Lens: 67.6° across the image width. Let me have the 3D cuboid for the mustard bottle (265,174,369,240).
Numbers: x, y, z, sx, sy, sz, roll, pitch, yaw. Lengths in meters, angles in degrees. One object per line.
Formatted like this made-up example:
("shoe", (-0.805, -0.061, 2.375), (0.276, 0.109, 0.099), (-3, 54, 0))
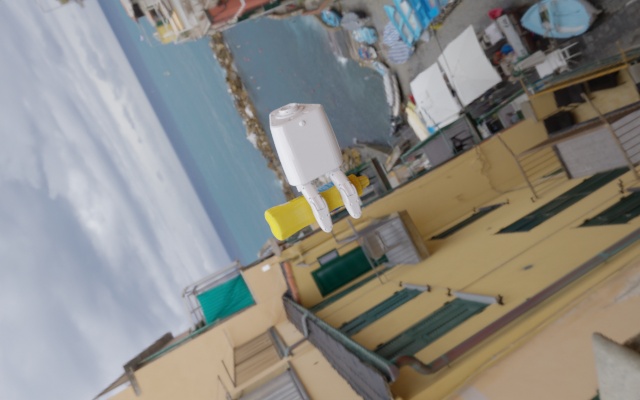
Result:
("mustard bottle", (0.000, 0.003, 0.837), (0.191, 0.058, 0.096), (-26, 3, -13))
